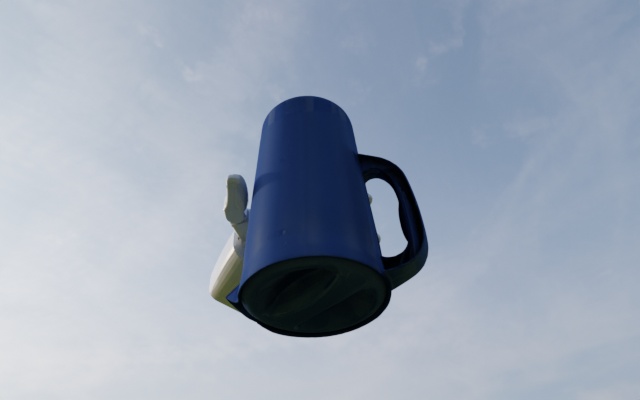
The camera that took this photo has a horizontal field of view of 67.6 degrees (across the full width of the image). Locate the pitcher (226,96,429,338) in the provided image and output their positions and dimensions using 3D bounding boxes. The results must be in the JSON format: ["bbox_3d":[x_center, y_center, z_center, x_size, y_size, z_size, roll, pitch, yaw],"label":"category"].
[{"bbox_3d":[0.000,0.002,0.486,0.149,0.242,0.145,16,-46,-20],"label":"pitcher"}]
